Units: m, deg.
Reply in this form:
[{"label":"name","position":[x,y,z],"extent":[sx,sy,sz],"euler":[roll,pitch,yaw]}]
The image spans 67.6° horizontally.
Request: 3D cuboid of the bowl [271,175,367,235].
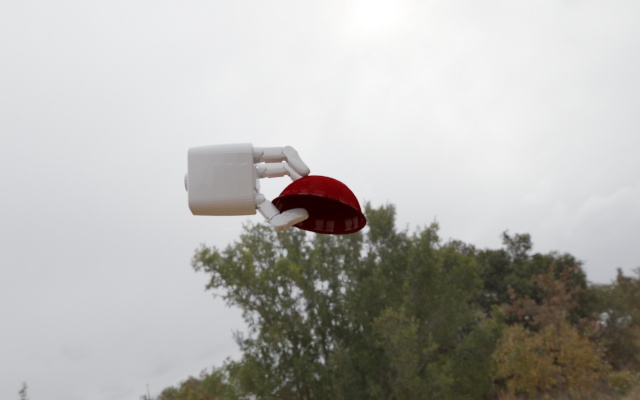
[{"label":"bowl","position":[0.001,0.003,0.793],"extent":[0.162,0.055,0.162],"euler":[10,-24,4]}]
